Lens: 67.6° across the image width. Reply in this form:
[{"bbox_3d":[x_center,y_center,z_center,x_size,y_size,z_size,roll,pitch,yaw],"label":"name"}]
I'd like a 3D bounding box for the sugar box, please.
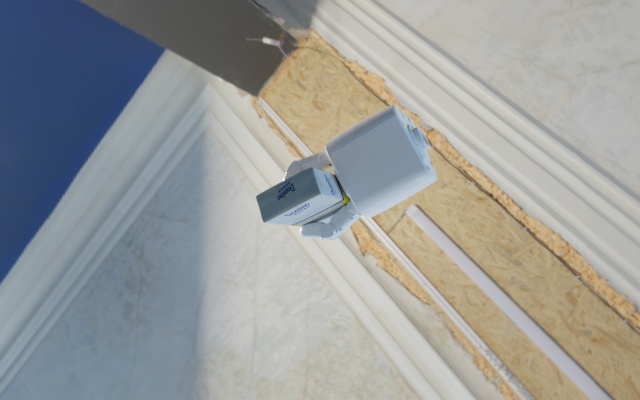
[{"bbox_3d":[0.000,0.002,0.669,0.093,0.048,0.176,-26,-21,24],"label":"sugar box"}]
